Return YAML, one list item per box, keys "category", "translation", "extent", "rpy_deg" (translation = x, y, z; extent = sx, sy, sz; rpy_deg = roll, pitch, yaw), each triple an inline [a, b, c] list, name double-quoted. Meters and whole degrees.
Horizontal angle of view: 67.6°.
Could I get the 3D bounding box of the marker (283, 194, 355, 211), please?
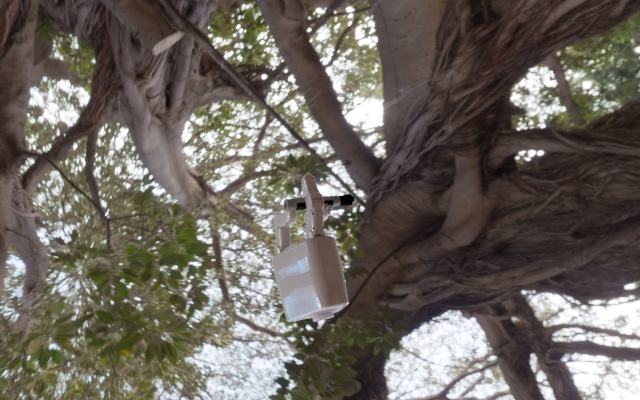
- category: "marker"
  translation: [0.000, 0.002, 0.751]
  extent: [0.121, 0.020, 0.020]
  rpy_deg: [-5, 2, -27]
